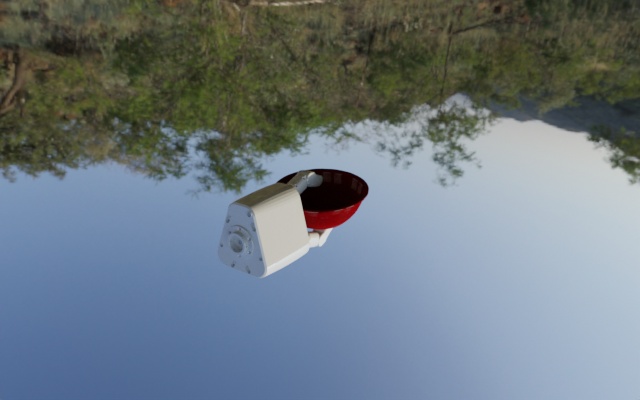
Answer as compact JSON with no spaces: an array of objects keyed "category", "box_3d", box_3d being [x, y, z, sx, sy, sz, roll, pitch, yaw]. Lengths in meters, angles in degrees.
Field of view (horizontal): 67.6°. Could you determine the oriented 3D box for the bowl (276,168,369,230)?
[{"category":"bowl","box_3d":[0.001,0.003,0.805,0.162,0.055,0.162,-2,28,1]}]
